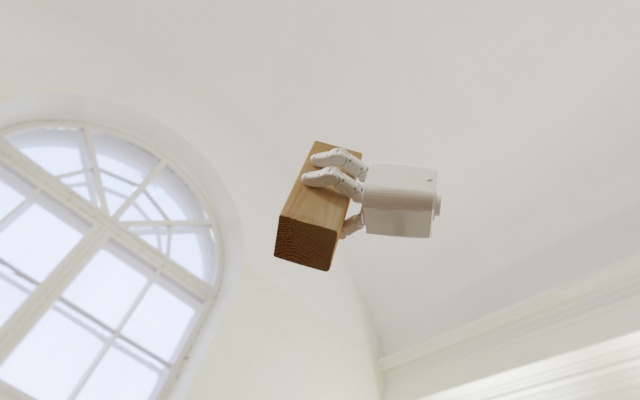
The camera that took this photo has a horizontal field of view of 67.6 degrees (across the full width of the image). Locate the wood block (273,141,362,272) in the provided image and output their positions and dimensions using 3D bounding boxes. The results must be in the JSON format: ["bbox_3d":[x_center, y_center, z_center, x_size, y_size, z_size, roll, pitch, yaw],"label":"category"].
[{"bbox_3d":[0.000,0.003,0.773,0.090,0.091,0.206,15,40,5],"label":"wood block"}]
